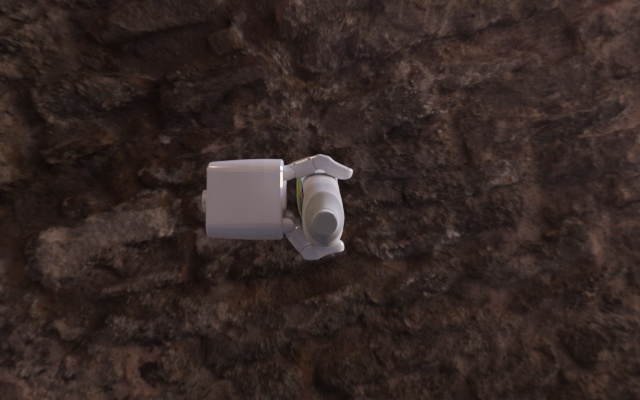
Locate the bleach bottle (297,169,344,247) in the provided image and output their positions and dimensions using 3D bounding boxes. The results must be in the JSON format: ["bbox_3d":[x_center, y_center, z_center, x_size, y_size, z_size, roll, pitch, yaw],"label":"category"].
[{"bbox_3d":[0.000,0.002,0.687,0.068,0.102,0.251,-1,8,-3],"label":"bleach bottle"}]
